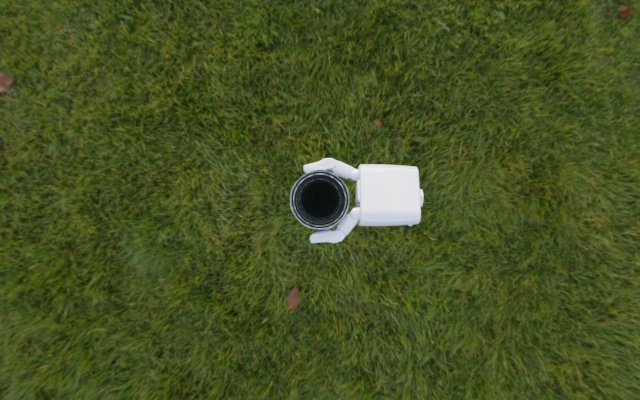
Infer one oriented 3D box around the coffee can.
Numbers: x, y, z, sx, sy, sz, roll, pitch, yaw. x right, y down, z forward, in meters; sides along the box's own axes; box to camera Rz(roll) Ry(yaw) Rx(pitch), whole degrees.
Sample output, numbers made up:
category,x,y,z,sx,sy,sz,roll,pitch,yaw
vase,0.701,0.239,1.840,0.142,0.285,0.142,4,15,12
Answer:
category,x,y,z,sx,sy,sz,roll,pitch,yaw
coffee can,0.000,0.003,0.875,0.103,0.103,0.140,0,-3,1
